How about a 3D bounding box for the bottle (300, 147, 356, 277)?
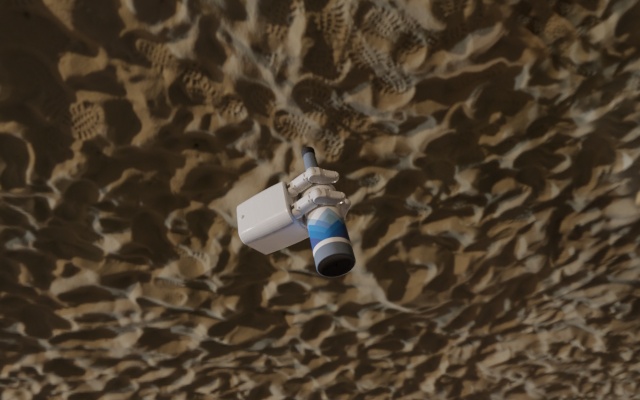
[{"bbox_3d":[0.000,0.003,0.884,0.069,0.295,0.069,-7,-43,-7],"label":"bottle"}]
